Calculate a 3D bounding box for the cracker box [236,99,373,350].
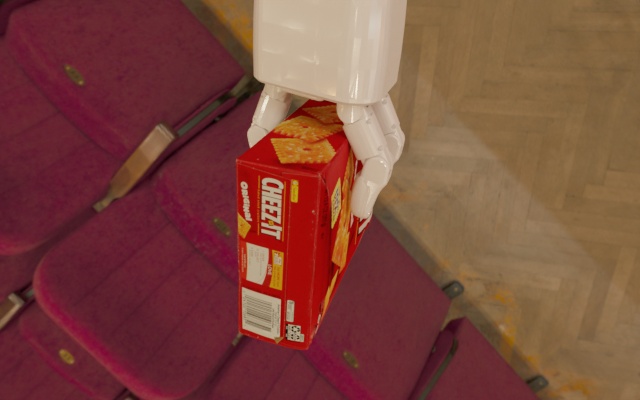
[{"bbox_3d":[0.000,0.001,0.439,0.072,0.164,0.213,13,30,15],"label":"cracker box"}]
